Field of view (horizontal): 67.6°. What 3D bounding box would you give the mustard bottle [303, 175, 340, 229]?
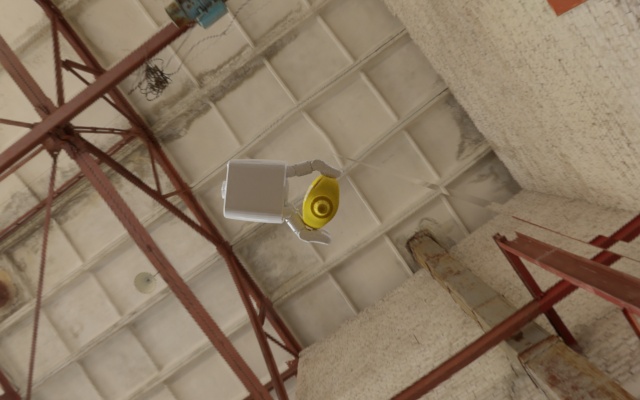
[{"bbox_3d":[0.000,0.003,0.874,0.058,0.096,0.191,27,5,-4],"label":"mustard bottle"}]
